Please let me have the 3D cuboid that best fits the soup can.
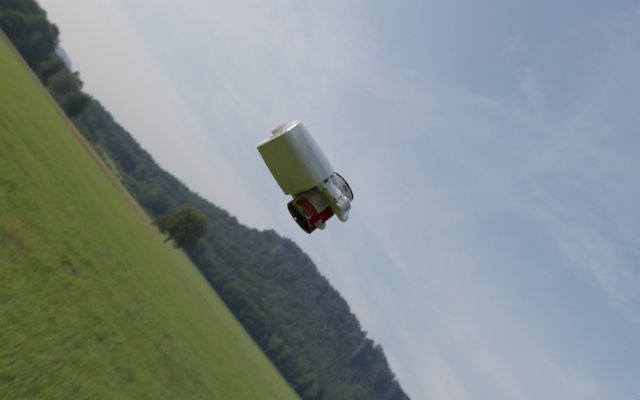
[{"bbox_3d":[0.001,0.003,0.853,0.102,0.068,0.068,-37,13,-18],"label":"soup can"}]
